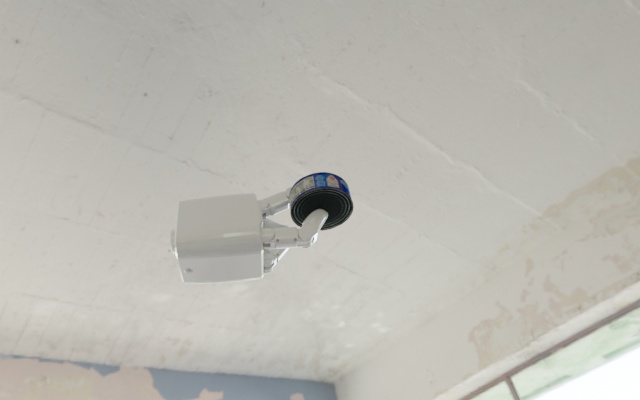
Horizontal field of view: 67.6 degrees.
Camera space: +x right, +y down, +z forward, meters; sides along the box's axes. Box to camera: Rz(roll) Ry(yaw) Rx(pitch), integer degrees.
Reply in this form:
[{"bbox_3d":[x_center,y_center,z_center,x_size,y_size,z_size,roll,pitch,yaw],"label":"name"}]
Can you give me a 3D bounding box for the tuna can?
[{"bbox_3d":[0.000,0.002,0.652,0.086,0.033,0.086,-6,-42,-5],"label":"tuna can"}]
